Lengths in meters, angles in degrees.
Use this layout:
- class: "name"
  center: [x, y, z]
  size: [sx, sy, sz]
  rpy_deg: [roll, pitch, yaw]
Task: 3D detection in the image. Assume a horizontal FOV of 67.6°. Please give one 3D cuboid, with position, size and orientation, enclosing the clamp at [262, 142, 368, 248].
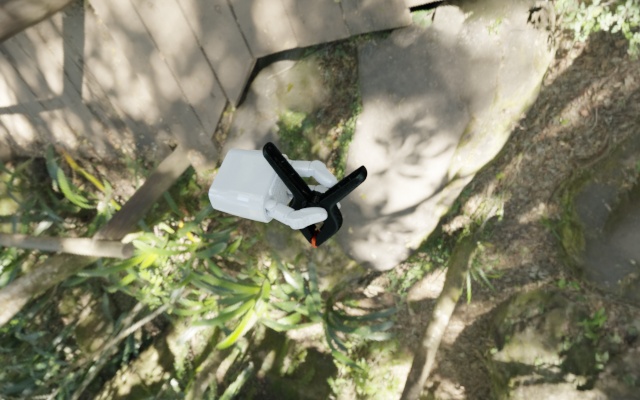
- class: "clamp"
  center: [0.000, 0.003, 0.765]
  size: [0.164, 0.210, 0.036]
  rpy_deg: [11, 48, 20]
